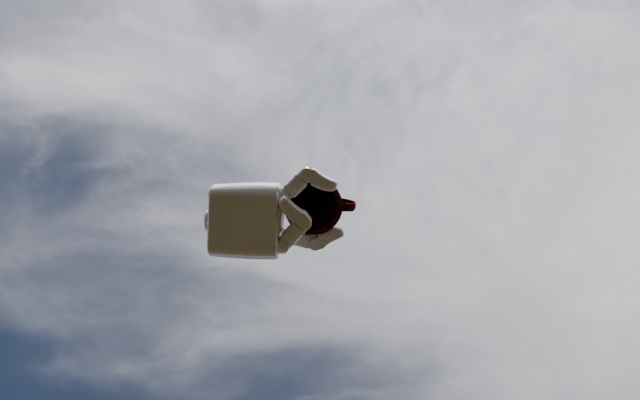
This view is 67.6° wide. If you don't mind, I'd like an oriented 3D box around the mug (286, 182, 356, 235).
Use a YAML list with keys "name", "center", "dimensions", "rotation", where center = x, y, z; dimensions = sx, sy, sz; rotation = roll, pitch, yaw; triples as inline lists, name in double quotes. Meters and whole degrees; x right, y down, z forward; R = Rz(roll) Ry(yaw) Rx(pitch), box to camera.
- name: "mug"
  center: [0.002, 0.003, 0.789]
  dimensions: [0.117, 0.093, 0.081]
  rotation: [2, 11, -1]
